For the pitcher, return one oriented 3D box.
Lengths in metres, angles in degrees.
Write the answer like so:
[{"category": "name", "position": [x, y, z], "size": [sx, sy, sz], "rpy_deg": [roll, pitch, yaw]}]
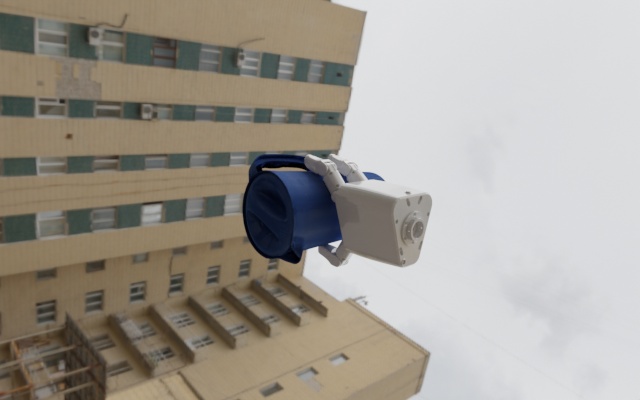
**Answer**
[{"category": "pitcher", "position": [0.000, 0.003, 0.788], "size": [0.243, 0.149, 0.145], "rpy_deg": [-7, 15, -42]}]
